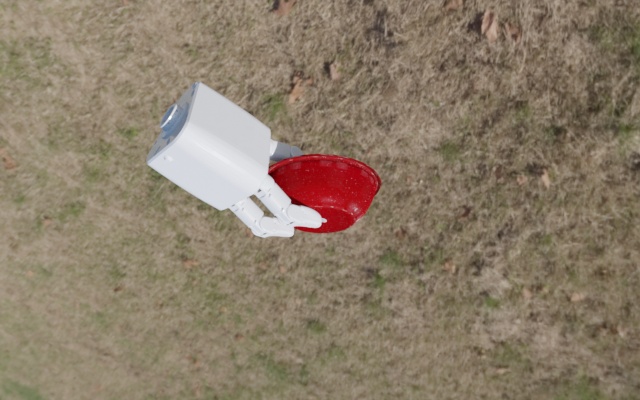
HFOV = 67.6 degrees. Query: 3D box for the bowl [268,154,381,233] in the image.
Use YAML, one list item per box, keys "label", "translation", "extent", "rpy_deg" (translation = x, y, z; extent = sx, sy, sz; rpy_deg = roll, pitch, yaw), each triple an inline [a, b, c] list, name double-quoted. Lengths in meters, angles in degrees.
- label: "bowl"
  translation: [0.001, 0.003, 0.632]
  extent: [0.162, 0.055, 0.162]
  rpy_deg: [1, -25, 0]
